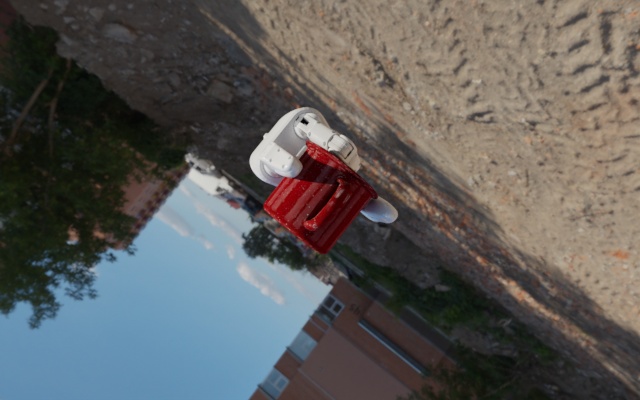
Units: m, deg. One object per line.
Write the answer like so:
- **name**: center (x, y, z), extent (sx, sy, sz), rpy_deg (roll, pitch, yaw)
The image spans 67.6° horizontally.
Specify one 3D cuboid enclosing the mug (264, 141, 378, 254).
- **mug**: center (0.000, 0.002, 0.471), extent (0.093, 0.081, 0.117), rpy_deg (39, -3, -15)
